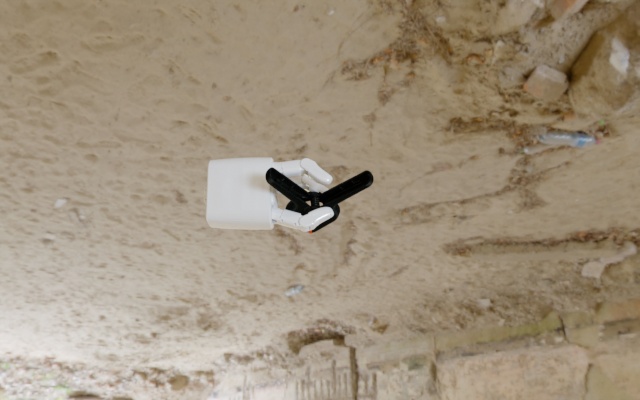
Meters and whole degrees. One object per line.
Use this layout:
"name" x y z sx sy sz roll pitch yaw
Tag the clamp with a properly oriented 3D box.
"clamp" 0.000 0.004 0.801 0.164 0.036 0.210 -1 -27 0
